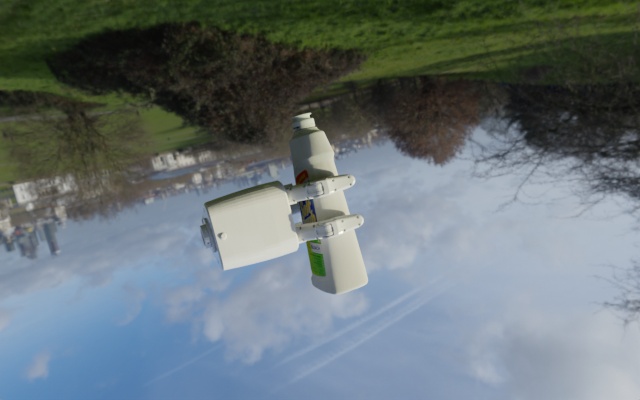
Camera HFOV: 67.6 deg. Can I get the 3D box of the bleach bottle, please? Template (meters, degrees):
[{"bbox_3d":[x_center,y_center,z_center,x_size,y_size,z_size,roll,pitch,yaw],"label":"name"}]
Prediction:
[{"bbox_3d":[0.000,0.002,0.686,0.068,0.251,0.102,-16,6,-20],"label":"bleach bottle"}]
